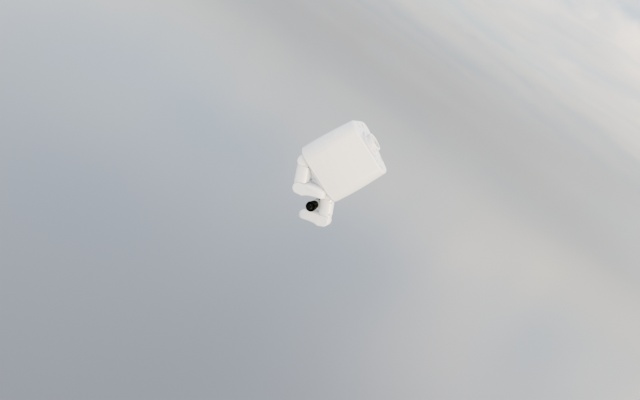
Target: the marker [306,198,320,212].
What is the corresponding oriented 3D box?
[{"bbox_3d":[0.000,0.003,0.893,0.020,0.020,0.121,0,8,19],"label":"marker"}]
